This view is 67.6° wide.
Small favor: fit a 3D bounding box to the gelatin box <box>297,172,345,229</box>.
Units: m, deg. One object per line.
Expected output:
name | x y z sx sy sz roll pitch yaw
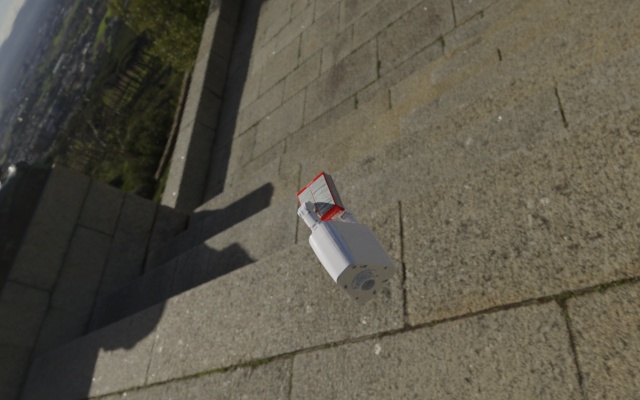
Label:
gelatin box | 0.000 0.003 0.892 0.073 0.089 0.030 -41 -40 24
